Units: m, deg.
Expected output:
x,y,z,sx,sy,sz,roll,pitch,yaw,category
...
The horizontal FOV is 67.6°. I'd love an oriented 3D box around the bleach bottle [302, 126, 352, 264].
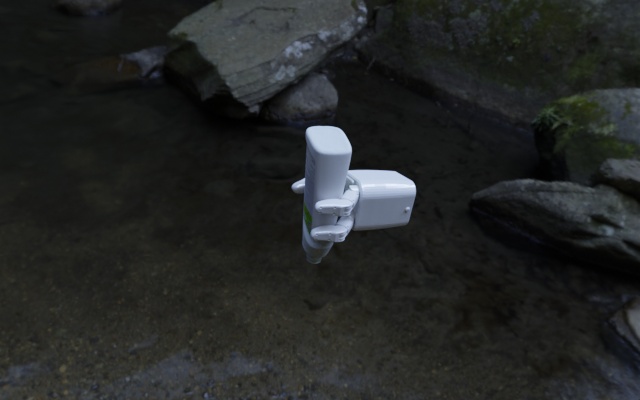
x,y,z,sx,sy,sz,roll,pitch,yaw,category
0.000,0.003,0.848,0.068,0.251,0.102,-1,34,-14,bleach bottle
